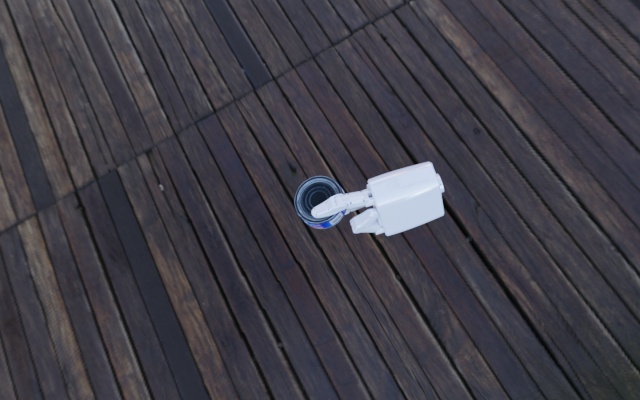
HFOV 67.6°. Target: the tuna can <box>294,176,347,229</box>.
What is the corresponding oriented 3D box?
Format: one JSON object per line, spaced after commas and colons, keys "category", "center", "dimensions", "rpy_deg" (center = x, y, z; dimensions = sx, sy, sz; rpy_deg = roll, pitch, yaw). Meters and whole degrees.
{"category": "tuna can", "center": [0.000, 0.002, 0.802], "dimensions": [0.086, 0.086, 0.034], "rpy_deg": [0, -17, 15]}
